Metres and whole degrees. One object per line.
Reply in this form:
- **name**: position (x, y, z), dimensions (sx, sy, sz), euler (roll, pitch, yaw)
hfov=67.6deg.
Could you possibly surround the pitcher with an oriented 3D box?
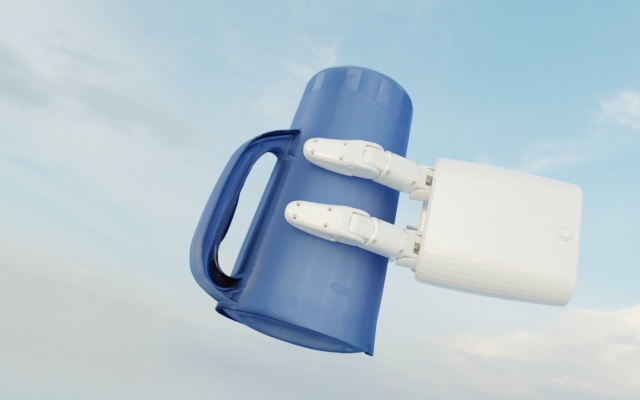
- **pitcher**: position (0.000, 0.001, 0.420), dimensions (0.145, 0.242, 0.149), euler (11, -21, 12)
